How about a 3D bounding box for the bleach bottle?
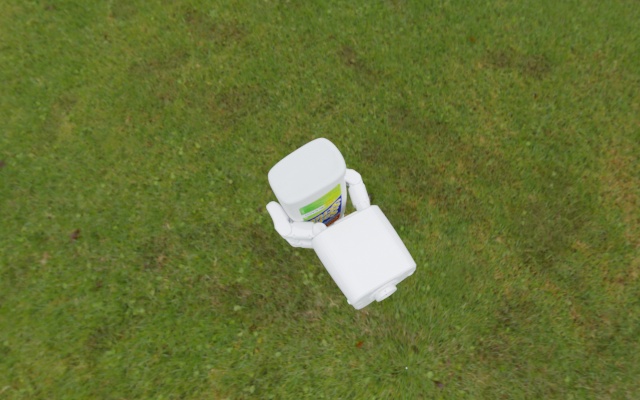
[{"bbox_3d":[0.000,0.002,0.722,0.102,0.068,0.251,-31,-21,-2],"label":"bleach bottle"}]
